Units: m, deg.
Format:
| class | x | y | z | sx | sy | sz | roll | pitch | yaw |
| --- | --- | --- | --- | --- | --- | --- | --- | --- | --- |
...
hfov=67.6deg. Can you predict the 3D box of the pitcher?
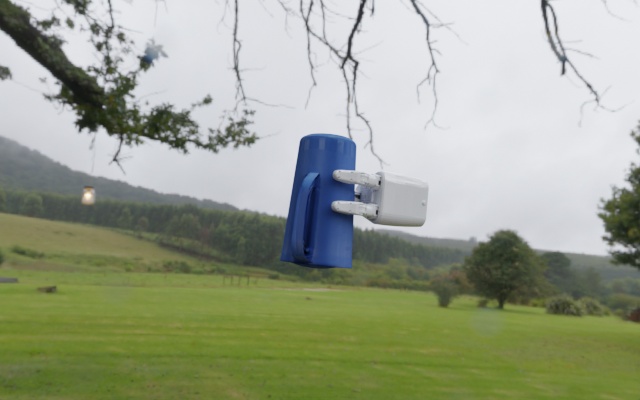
| class | x | y | z | sx | sy | sz | roll | pitch | yaw |
| --- | --- | --- | --- | --- | --- | --- | --- | --- | --- |
| pitcher | 0.000 | 0.003 | 0.877 | 0.145 | 0.243 | 0.149 | 8 | -6 | -24 |
